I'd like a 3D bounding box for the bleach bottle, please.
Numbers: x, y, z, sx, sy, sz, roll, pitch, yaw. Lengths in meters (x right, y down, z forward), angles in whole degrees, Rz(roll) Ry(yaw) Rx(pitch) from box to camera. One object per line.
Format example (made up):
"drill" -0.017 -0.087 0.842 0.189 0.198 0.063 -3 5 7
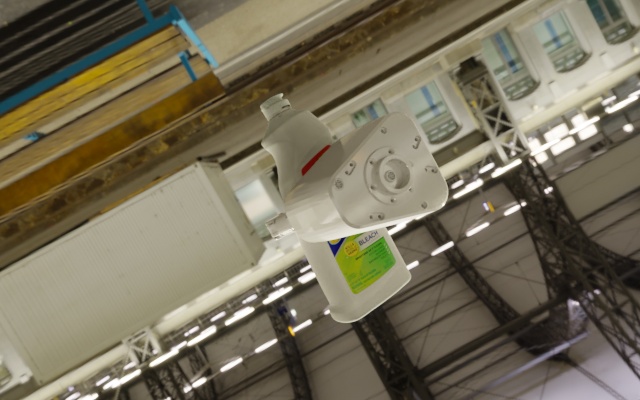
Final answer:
"bleach bottle" 0.000 0.002 0.532 0.102 0.251 0.068 -31 4 -24
